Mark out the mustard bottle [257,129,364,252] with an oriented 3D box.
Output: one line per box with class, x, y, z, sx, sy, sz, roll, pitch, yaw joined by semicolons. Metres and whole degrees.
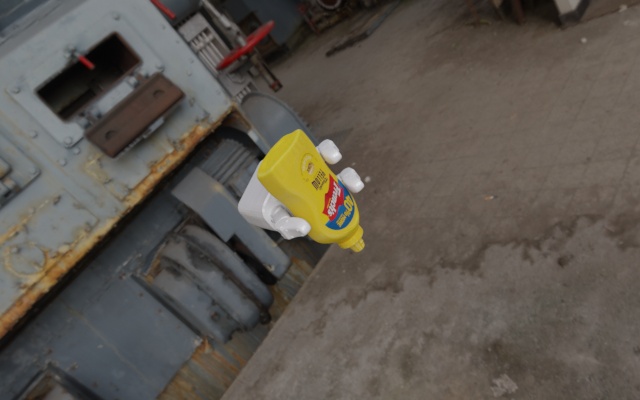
mustard bottle;0.000;0.002;0.659;0.058;0.192;0.096;-19;31;39
